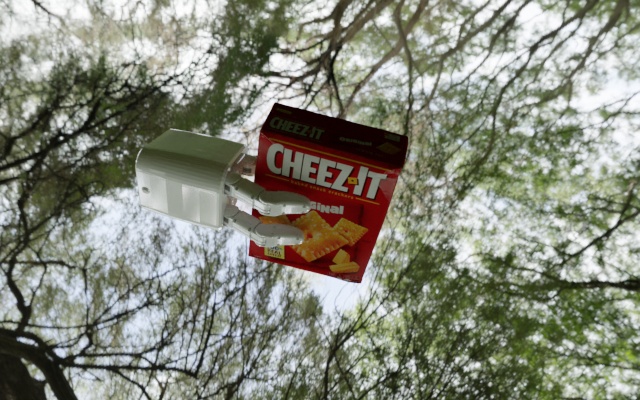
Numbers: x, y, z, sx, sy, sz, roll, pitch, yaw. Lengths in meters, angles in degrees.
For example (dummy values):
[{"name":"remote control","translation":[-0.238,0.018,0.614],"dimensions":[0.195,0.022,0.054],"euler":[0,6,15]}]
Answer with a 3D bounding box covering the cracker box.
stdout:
[{"name":"cracker box","translation":[0.000,0.002,0.602],"dimensions":[0.164,0.214,0.072],"euler":[15,43,2]}]
